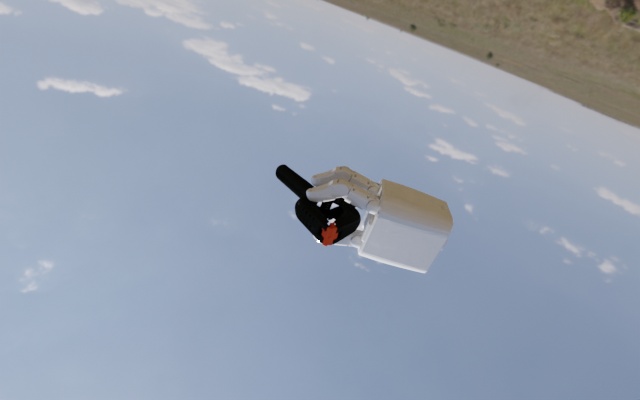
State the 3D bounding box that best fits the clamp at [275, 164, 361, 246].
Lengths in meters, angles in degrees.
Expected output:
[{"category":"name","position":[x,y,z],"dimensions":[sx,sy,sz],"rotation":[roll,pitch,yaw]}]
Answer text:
[{"category":"clamp","position":[0.000,0.003,0.703],"dimensions":[0.164,0.036,0.210],"rotation":[15,23,-1]}]
